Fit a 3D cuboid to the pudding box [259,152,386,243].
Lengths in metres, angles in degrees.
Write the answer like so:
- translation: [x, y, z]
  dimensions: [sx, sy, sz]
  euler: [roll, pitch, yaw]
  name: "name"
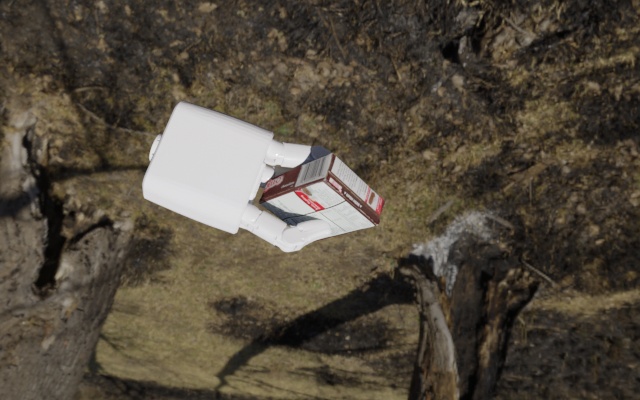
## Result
- translation: [0.000, 0.002, 0.533]
  dimensions: [0.090, 0.039, 0.113]
  euler: [39, -36, -29]
  name: "pudding box"
